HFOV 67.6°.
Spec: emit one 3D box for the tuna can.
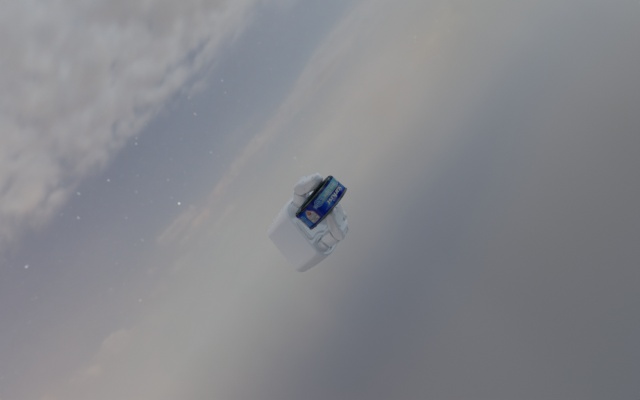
[{"bbox_3d":[0.000,0.002,0.735,0.034,0.086,0.086,41,-5,-6],"label":"tuna can"}]
